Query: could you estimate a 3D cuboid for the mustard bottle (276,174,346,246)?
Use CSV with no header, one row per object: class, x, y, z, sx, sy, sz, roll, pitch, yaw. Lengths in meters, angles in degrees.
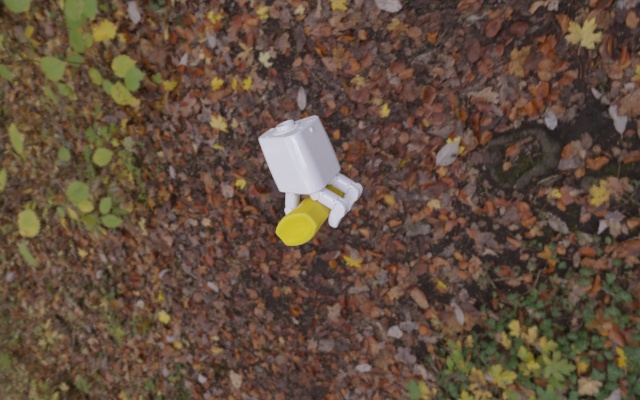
mustard bottle,0.000,0.003,0.879,0.096,0.058,0.191,-36,8,43
